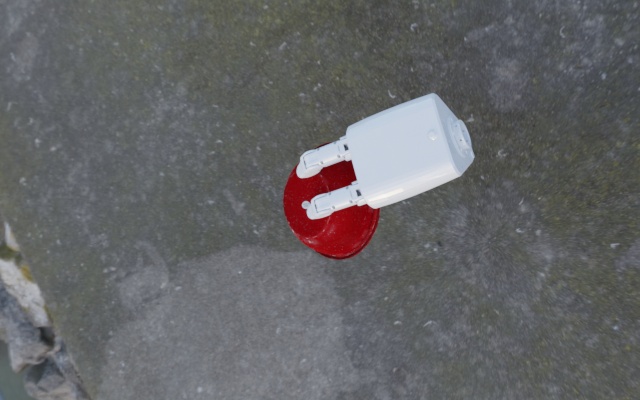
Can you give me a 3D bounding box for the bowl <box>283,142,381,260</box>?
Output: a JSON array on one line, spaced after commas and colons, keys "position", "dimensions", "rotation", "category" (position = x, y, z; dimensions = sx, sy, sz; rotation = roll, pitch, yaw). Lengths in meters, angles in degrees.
[{"position": [-0.001, 0.003, 0.637], "dimensions": [0.162, 0.162, 0.055], "rotation": [0, 3, 45], "category": "bowl"}]
